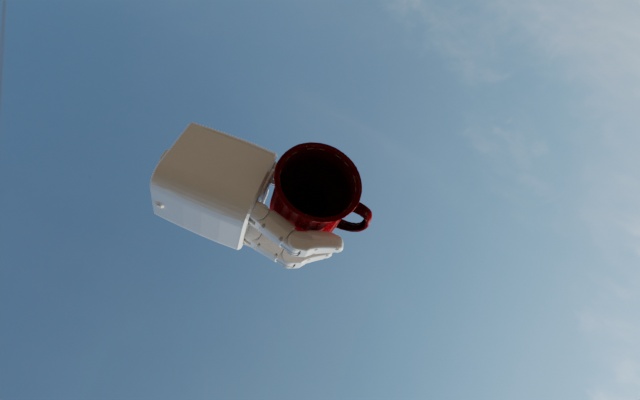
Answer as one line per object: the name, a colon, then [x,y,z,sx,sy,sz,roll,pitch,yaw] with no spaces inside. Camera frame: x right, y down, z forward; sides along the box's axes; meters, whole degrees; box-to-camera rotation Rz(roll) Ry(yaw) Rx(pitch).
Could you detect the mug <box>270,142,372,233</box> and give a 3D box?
mug: [0.001,0.002,0.523,0.117,0.093,0.081,23,-29,-3]
